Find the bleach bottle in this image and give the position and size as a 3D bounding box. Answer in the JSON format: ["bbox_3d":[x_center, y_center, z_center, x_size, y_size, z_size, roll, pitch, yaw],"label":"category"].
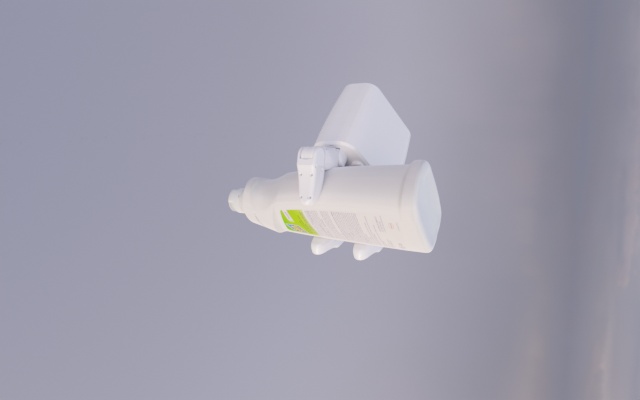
[{"bbox_3d":[0.000,0.002,0.536,0.251,0.068,0.103,4,-36,28],"label":"bleach bottle"}]
